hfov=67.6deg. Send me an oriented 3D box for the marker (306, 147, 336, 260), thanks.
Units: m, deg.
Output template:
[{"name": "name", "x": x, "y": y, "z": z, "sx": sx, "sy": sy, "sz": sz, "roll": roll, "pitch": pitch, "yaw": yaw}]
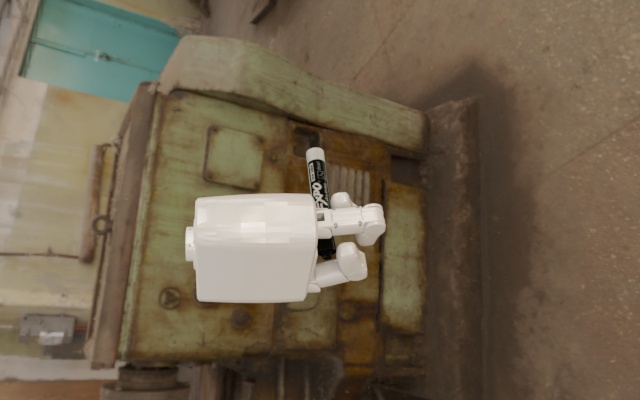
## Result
[{"name": "marker", "x": 0.000, "y": 0.002, "z": 0.471, "sx": 0.020, "sy": 0.121, "sz": 0.020, "roll": -5, "pitch": -30, "yaw": -3}]
